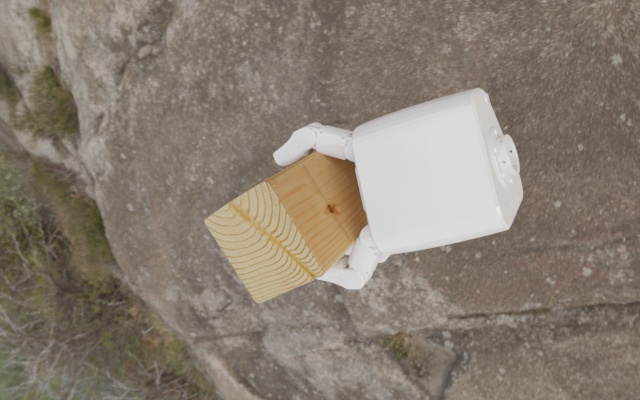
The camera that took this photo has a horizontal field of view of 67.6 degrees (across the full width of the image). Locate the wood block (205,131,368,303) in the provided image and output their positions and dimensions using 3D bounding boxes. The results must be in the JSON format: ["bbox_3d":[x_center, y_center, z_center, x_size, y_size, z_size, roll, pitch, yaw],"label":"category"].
[{"bbox_3d":[0.000,0.001,0.478,0.090,0.091,0.206,-29,4,36],"label":"wood block"}]
